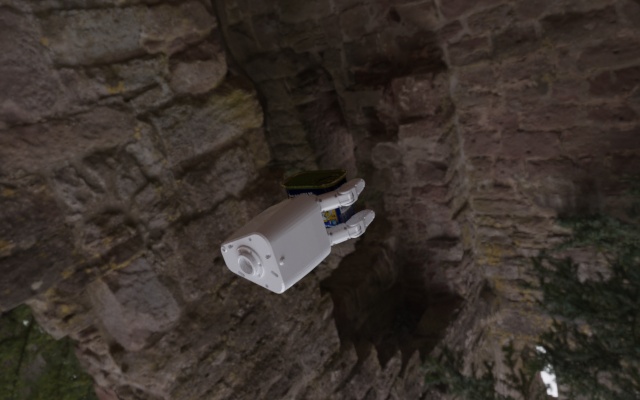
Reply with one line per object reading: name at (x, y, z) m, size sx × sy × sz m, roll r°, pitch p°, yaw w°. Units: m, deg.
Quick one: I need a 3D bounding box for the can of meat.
can of meat at (0.000, 0.003, 0.732) m, size 0.102 × 0.084 × 0.057 m, roll 0°, pitch 25°, yaw 36°
